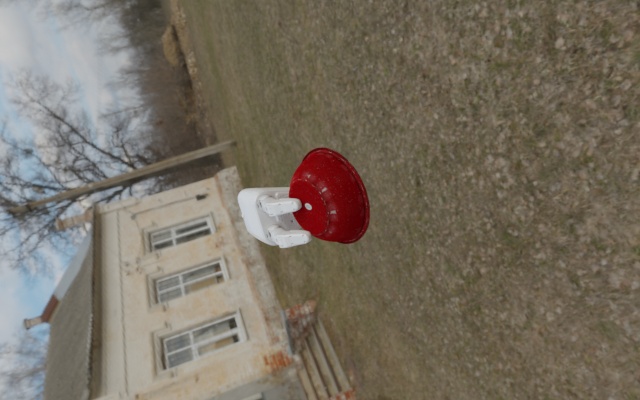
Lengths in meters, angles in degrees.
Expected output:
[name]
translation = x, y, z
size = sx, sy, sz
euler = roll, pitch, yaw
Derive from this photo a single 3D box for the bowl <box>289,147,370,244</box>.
[bowl]
translation = 0.001, 0.002, 0.741
size = 0.055, 0.162, 0.162
euler = -25, 15, -37
